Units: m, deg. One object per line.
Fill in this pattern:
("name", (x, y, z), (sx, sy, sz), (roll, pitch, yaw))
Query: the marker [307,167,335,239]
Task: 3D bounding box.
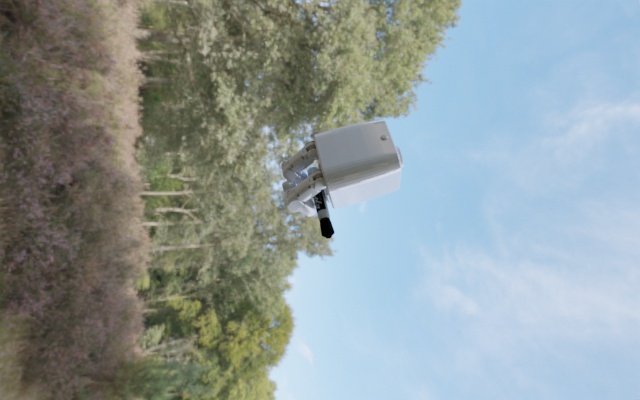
("marker", (0.000, 0.002, 0.691), (0.020, 0.121, 0.020), (-9, -35, -6))
